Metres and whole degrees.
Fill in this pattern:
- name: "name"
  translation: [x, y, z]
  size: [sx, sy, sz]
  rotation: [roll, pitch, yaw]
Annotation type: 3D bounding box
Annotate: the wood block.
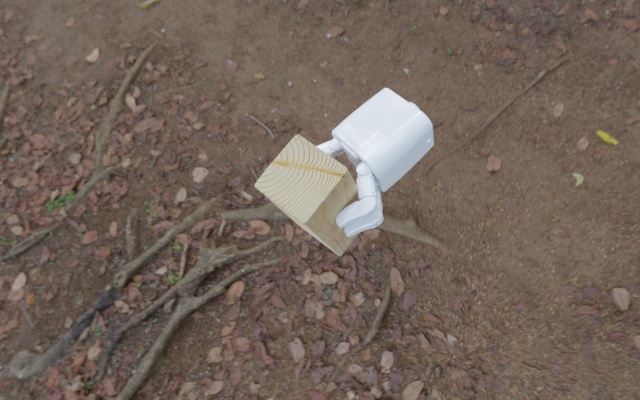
- name: "wood block"
  translation: [0.000, 0.002, 0.688]
  size: [0.091, 0.090, 0.206]
  rotation: [37, -5, 23]
